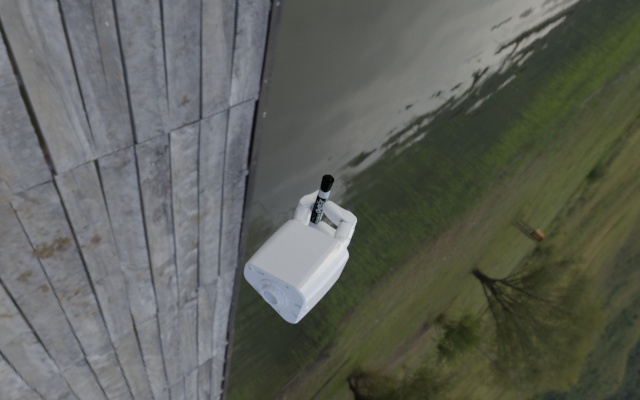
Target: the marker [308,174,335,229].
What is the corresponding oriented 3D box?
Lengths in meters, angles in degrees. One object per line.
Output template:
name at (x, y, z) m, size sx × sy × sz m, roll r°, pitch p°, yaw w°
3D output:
marker at (0.000, 0.002, 0.756) m, size 0.020 × 0.020 × 0.121 m, roll 0°, pitch -39°, yaw -16°
